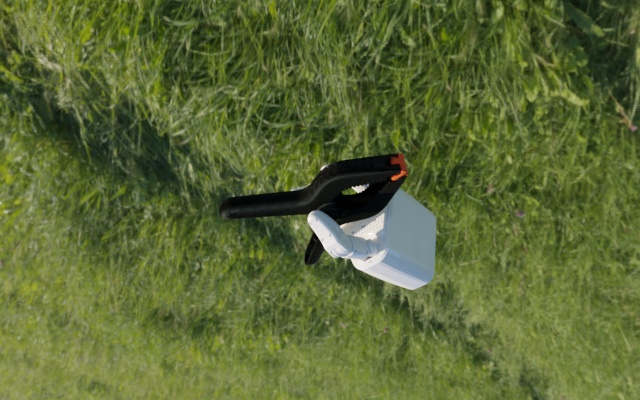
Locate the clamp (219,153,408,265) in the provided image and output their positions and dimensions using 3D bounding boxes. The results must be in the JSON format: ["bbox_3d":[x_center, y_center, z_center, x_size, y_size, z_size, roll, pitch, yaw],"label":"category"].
[{"bbox_3d":[0.001,0.002,0.545,0.164,0.036,0.210,28,-49,-36],"label":"clamp"}]
